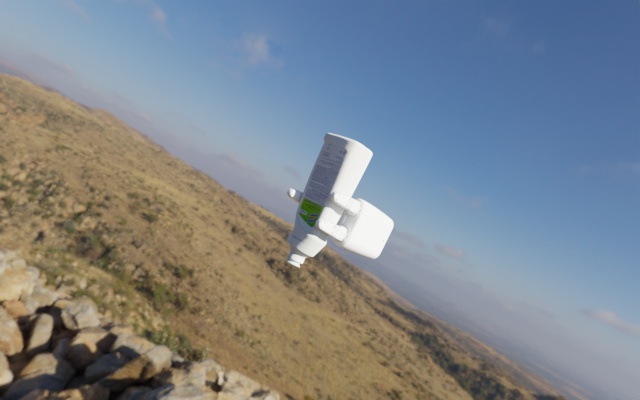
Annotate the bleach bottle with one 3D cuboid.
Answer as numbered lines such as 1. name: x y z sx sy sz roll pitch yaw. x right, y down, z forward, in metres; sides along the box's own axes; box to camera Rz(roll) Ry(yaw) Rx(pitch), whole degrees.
1. bleach bottle: 0.000 0.003 0.895 0.068 0.251 0.102 28 -2 -42
